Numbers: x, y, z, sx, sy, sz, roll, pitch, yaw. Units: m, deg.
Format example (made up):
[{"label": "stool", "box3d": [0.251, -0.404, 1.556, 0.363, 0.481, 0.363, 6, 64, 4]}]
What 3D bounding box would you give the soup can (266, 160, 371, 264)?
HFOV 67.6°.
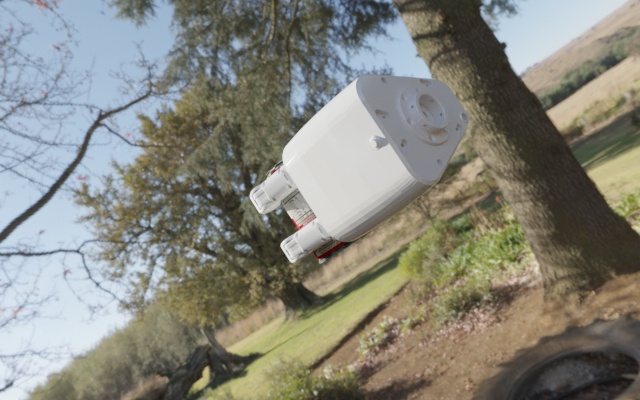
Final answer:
[{"label": "soup can", "box3d": [0.000, 0.001, 0.472, 0.068, 0.102, 0.068, -33, -4, -3]}]
